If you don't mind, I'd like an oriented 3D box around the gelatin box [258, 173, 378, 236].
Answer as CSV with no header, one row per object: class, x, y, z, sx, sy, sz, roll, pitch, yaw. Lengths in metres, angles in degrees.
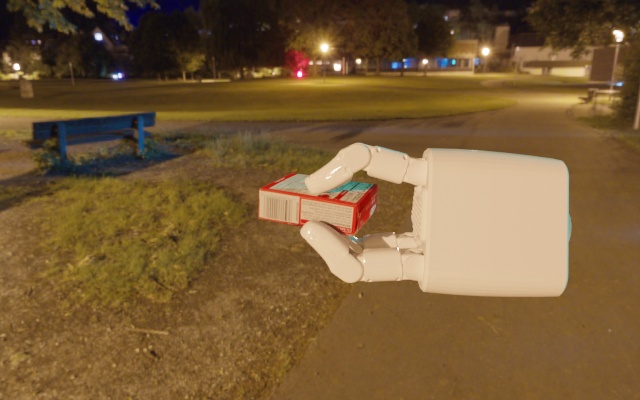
gelatin box,0.000,0.001,0.423,0.089,0.030,0.073,10,17,17
